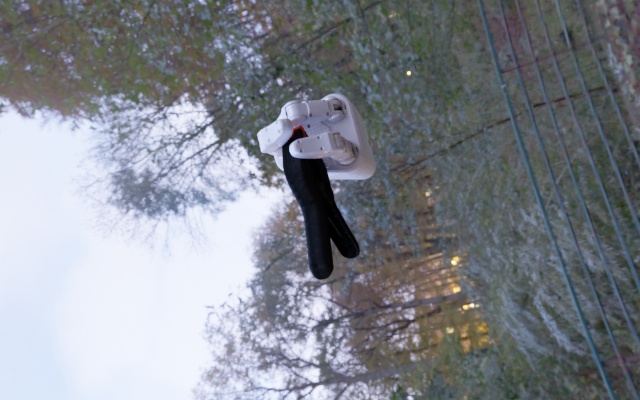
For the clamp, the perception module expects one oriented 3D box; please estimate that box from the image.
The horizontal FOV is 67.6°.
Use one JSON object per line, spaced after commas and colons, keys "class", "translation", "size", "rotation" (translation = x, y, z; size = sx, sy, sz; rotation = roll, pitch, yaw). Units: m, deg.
{"class": "clamp", "translation": [-0.001, 0.002, 0.546], "size": [0.039, 0.171, 0.120], "rotation": [-17, -9, 16]}
